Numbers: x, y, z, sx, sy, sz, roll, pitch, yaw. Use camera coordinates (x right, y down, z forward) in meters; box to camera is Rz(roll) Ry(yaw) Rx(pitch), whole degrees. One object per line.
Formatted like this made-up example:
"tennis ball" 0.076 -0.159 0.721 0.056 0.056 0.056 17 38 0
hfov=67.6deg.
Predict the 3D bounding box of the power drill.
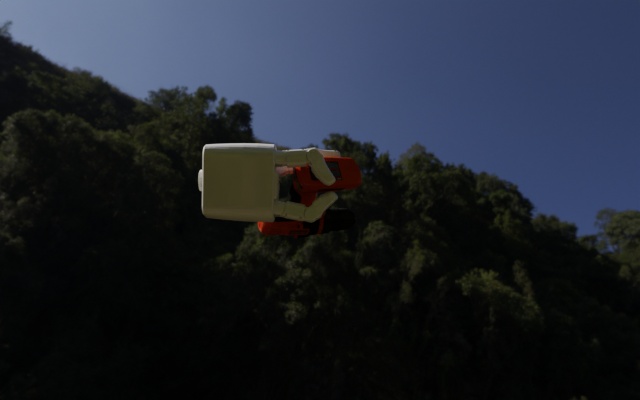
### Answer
"power drill" 0.000 0.002 0.807 0.184 0.057 0.188 -3 -31 -23
